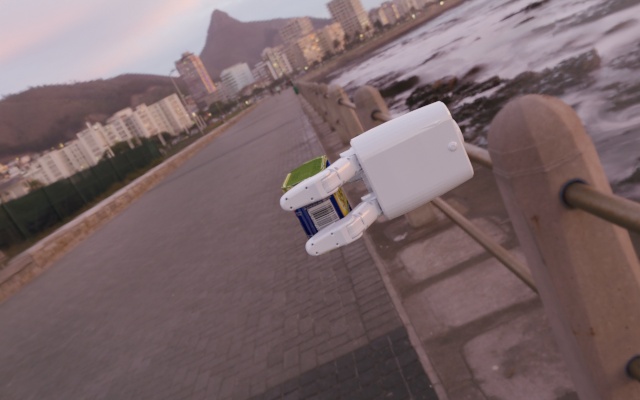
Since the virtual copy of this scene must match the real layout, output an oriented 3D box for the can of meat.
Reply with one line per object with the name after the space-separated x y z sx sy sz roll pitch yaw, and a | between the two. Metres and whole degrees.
0.000 0.002 0.549 0.057 0.084 0.102 -24 15 9 | can of meat
